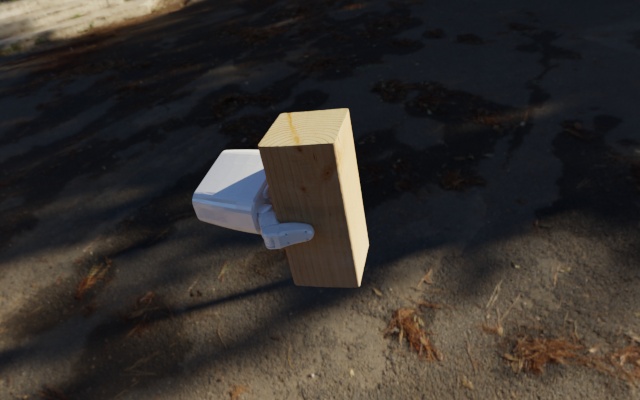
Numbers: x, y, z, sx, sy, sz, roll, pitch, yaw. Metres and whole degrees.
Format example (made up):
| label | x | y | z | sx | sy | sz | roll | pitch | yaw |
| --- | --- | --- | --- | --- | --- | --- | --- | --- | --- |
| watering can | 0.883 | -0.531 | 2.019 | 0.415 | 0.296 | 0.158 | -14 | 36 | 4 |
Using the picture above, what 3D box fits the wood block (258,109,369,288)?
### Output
| label | x | y | z | sx | sy | sz | roll | pitch | yaw |
| --- | --- | --- | --- | --- | --- | --- | --- | --- | --- |
| wood block | 0.000 | 0.002 | 0.596 | 0.090 | 0.206 | 0.090 | -1 | 34 | 17 |
